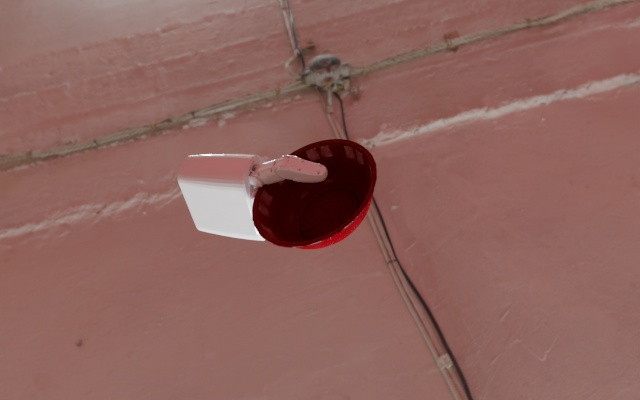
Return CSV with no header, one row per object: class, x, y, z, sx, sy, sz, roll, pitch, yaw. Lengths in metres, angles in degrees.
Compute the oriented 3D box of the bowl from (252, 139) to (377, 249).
bowl,0.001,0.002,0.577,0.162,0.162,0.055,0,-37,31
